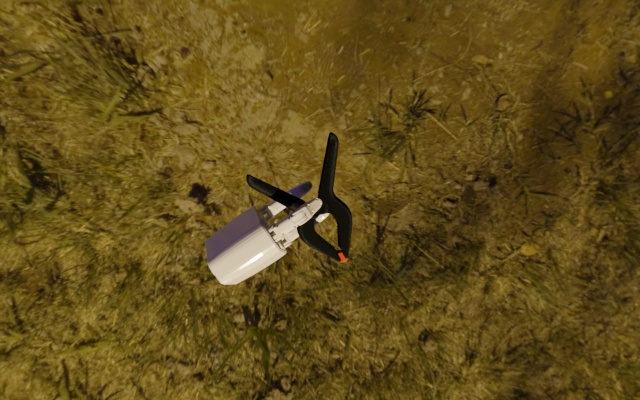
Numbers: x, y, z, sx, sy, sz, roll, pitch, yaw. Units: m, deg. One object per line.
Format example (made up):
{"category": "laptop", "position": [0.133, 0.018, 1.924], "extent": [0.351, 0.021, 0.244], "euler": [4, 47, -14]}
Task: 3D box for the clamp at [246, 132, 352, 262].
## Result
{"category": "clamp", "position": [0.000, 0.003, 0.791], "extent": [0.164, 0.210, 0.036], "euler": [-34, 8, -1]}
